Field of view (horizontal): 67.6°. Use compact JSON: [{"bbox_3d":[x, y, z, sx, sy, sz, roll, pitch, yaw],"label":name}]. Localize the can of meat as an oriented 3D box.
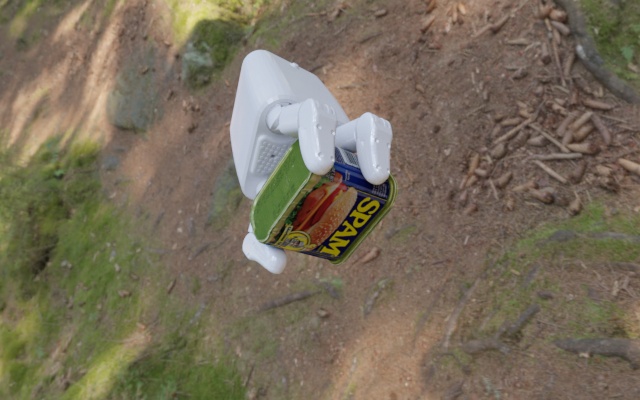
[{"bbox_3d":[0.000,0.001,0.405,0.084,0.102,0.057,18,33,-32],"label":"can of meat"}]
